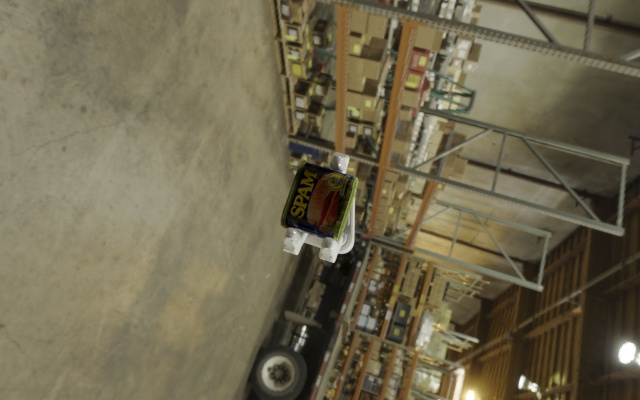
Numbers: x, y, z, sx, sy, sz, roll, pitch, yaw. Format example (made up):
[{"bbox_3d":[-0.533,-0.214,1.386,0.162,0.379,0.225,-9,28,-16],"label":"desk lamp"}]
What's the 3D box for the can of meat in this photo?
[{"bbox_3d":[0.000,0.002,0.683,0.084,0.102,0.057,17,-10,9],"label":"can of meat"}]
